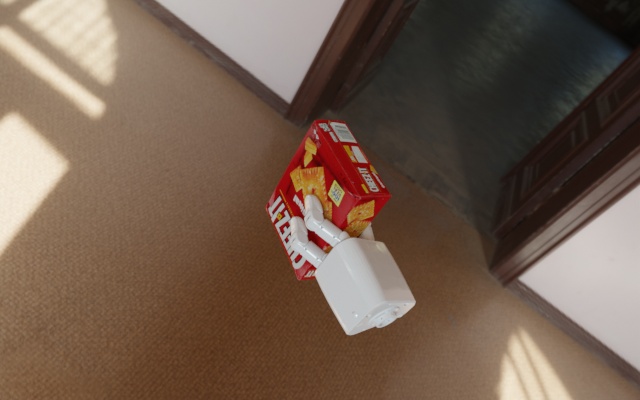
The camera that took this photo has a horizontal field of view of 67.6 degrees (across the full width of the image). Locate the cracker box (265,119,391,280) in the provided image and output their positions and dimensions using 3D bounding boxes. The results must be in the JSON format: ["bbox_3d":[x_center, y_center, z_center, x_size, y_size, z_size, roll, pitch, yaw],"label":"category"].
[{"bbox_3d":[0.000,0.002,0.771,0.072,0.164,0.214,-2,-40,-36],"label":"cracker box"}]
